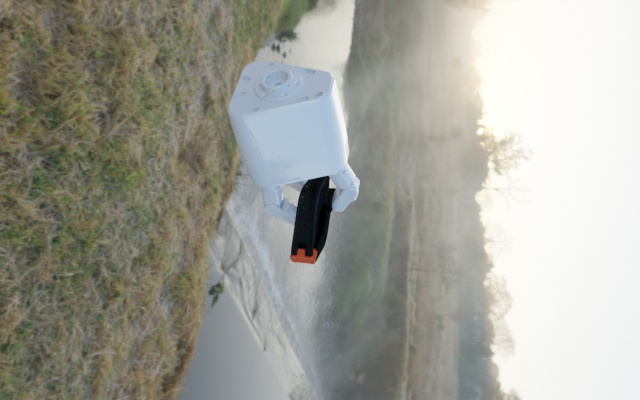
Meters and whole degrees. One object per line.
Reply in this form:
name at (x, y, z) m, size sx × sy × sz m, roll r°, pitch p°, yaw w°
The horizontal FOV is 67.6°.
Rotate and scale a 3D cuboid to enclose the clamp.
clamp at (0.001, 0.002, 0.629) m, size 0.036 × 0.209 × 0.165 m, roll 3°, pitch -38°, yaw 13°
